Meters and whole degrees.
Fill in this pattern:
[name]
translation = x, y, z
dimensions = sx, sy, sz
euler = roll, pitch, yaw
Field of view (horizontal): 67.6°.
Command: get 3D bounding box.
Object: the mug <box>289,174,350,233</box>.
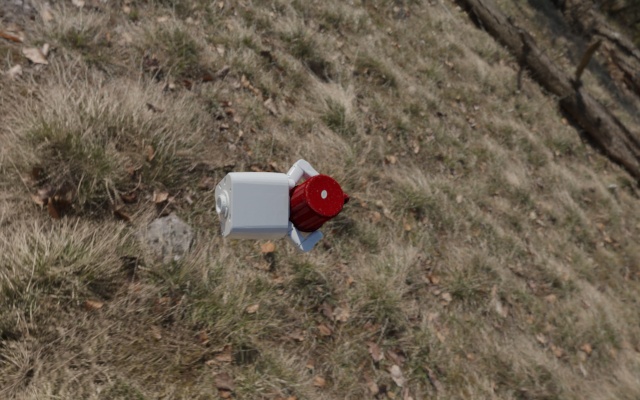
[mug]
translation = 0.001, 0.003, 0.863
dimensions = 0.117, 0.093, 0.081
euler = -1, -17, -31
